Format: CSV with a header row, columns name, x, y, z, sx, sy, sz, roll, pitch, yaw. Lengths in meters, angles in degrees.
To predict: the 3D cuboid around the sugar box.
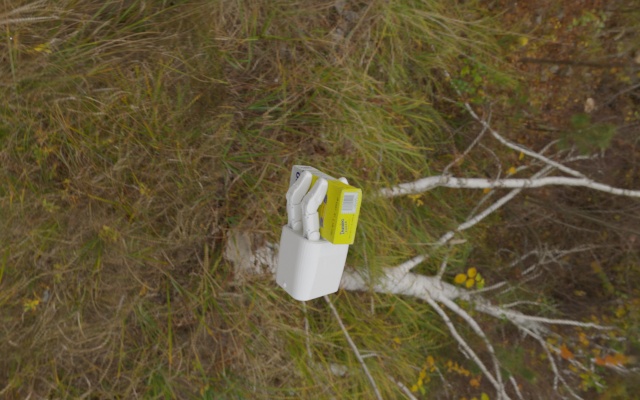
name,x,y,z,sx,sy,sz,roll,pitch,yaw
sugar box,0.000,0.003,0.820,0.048,0.093,0.176,1,15,-33
